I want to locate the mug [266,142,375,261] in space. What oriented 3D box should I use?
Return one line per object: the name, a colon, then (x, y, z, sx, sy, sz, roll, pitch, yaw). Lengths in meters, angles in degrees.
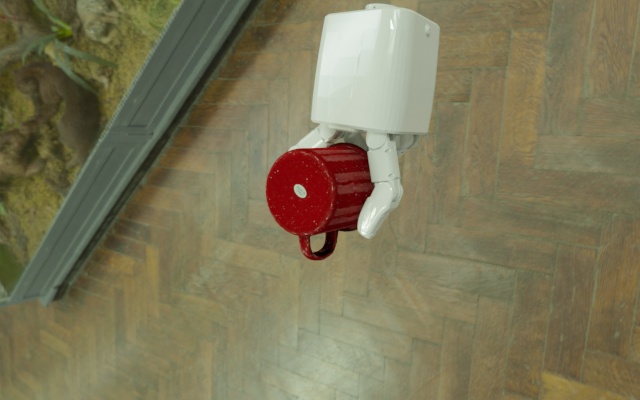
mug: (0.000, 0.003, 0.466, 0.093, 0.117, 0.081, 13, 12, 33)
